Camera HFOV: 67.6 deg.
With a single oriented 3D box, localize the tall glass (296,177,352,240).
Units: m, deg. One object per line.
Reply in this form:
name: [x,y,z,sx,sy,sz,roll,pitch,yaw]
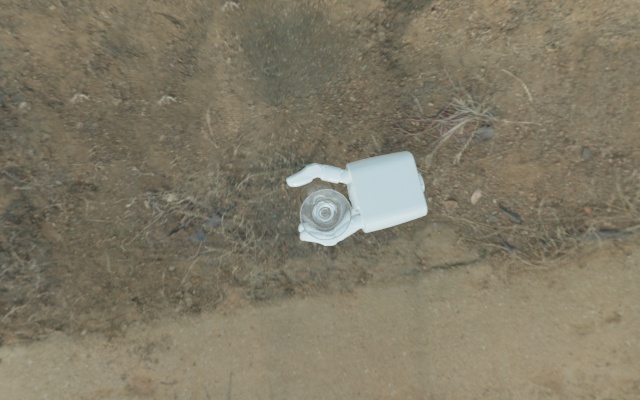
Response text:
tall glass: [0.000,0.003,0.776,0.079,0.079,0.201,0,11,-5]
